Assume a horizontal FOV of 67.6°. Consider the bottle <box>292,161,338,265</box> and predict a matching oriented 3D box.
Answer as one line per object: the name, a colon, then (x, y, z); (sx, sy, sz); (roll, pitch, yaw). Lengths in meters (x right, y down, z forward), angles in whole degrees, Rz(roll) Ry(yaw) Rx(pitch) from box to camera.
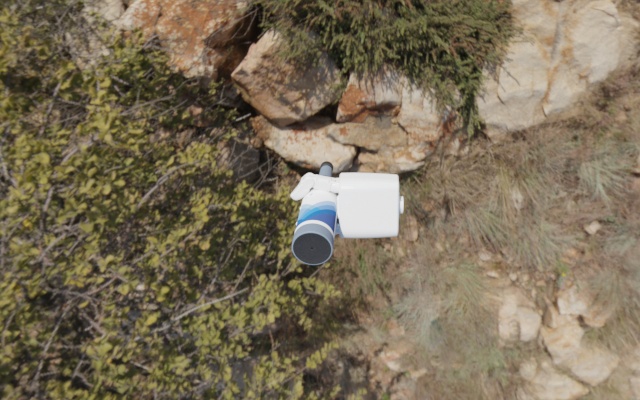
bottle: (0.000, 0.003, 0.888); (0.069, 0.069, 0.295); (0, 30, 6)
